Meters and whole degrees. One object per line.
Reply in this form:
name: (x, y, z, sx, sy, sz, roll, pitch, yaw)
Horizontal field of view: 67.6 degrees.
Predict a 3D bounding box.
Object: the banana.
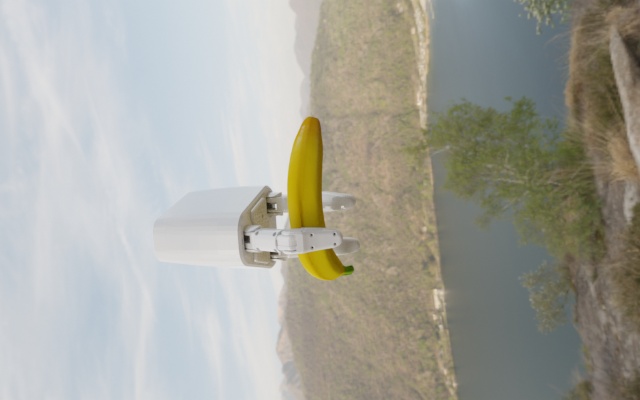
banana: (-0.007, 0.013, 0.509, 0.037, 0.198, 0.069, 2, 29, 27)
